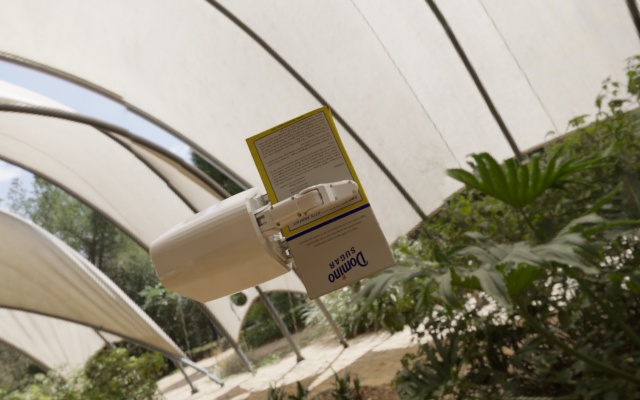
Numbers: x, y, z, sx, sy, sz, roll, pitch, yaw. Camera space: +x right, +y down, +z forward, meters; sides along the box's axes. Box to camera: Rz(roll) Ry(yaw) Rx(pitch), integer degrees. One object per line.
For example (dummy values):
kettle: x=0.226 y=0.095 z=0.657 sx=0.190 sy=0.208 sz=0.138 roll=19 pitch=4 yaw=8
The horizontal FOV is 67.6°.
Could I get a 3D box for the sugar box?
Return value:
sugar box: x=0.000 y=0.002 z=0.487 sx=0.093 sy=0.176 sz=0.048 roll=-23 pitch=-7 yaw=3
